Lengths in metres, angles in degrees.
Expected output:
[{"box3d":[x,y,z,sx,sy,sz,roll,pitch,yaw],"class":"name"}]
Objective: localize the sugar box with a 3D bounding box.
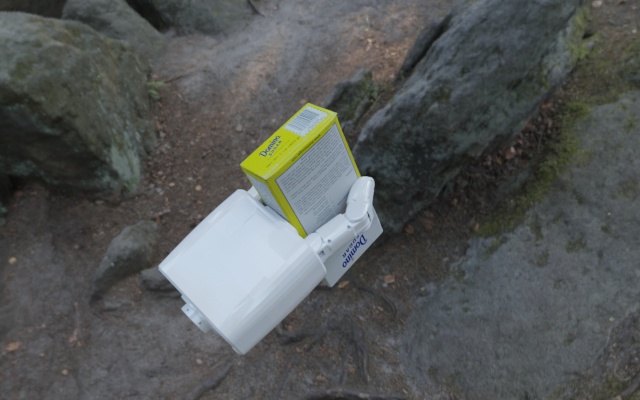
[{"box3d":[0.000,0.001,0.480,0.048,0.093,0.176,30,-24,39],"class":"sugar box"}]
